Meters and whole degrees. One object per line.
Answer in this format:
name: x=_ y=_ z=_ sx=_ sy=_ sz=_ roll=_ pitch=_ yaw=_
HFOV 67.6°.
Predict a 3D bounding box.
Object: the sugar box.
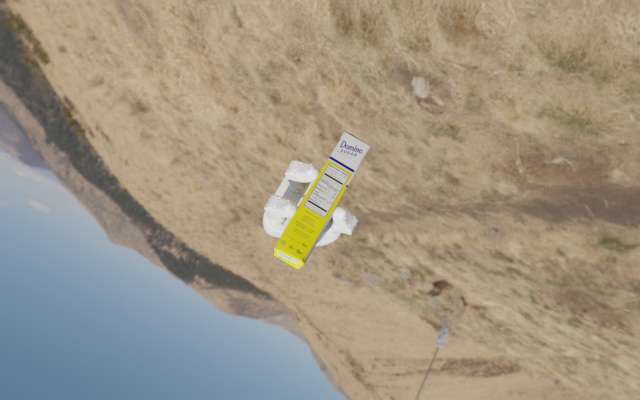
sugar box: x=0.000 y=0.002 z=0.632 sx=0.048 sy=0.176 sz=0.093 roll=28 pitch=-14 yaw=0
